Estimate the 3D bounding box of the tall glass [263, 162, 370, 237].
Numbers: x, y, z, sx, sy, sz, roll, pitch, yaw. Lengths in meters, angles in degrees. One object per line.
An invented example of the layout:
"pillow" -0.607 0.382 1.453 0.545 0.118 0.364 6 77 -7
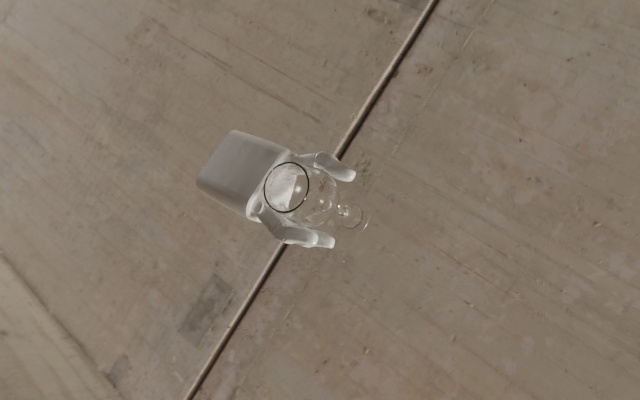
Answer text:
"tall glass" 0.001 0.002 0.650 0.079 0.079 0.201 0 -10 25
